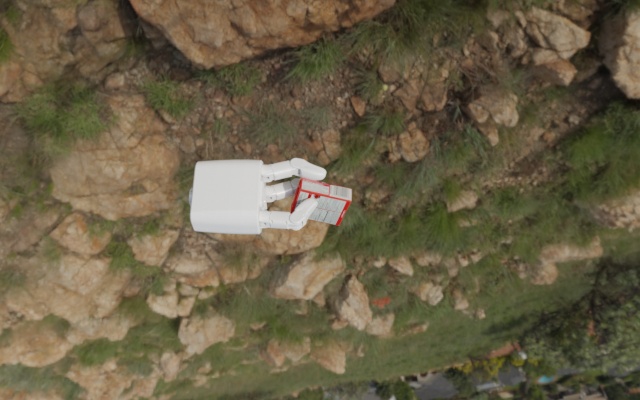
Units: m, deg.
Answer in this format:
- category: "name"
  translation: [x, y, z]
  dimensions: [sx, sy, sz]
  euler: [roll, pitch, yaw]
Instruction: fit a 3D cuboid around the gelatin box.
- category: "gelatin box"
  translation: [0.000, 0.003, 0.791]
  dimensions: [0.089, 0.030, 0.073]
  euler: [12, -39, -8]
